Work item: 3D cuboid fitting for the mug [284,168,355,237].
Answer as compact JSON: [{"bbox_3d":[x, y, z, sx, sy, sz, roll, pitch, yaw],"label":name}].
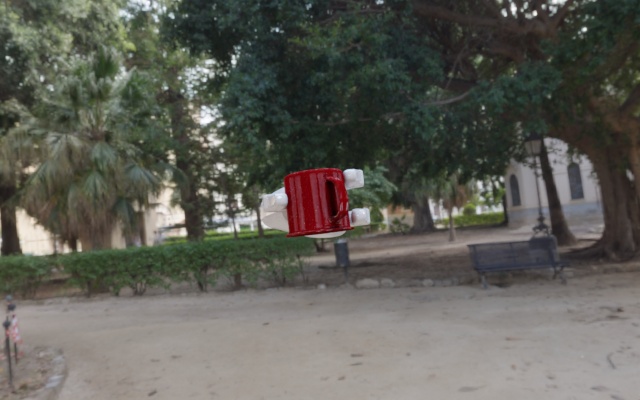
[{"bbox_3d":[0.001,0.002,0.629,0.093,0.081,0.117,-4,-6,-27],"label":"mug"}]
